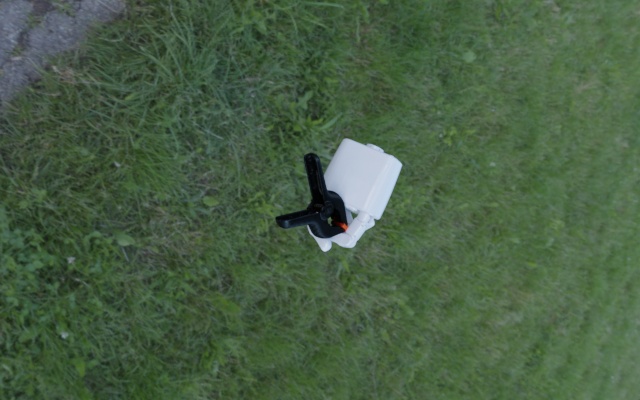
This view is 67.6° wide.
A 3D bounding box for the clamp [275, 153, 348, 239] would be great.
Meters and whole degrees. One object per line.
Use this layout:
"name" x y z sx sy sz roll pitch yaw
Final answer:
"clamp" 0.001 0.003 0.753 0.039 0.120 0.171 22 -3 33
